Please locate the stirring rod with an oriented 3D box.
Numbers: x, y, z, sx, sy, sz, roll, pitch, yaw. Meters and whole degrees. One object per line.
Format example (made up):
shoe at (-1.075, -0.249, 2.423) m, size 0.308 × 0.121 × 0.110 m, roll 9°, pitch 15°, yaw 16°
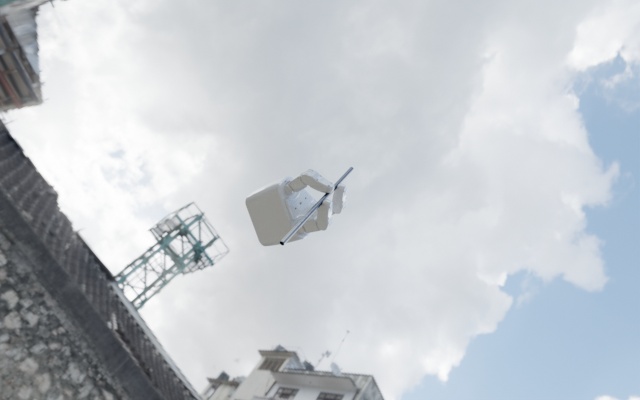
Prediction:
stirring rod at (0.000, 0.003, 0.801) m, size 0.011 × 0.011 × 0.239 m, roll 0°, pitch 31°, yaw 34°
